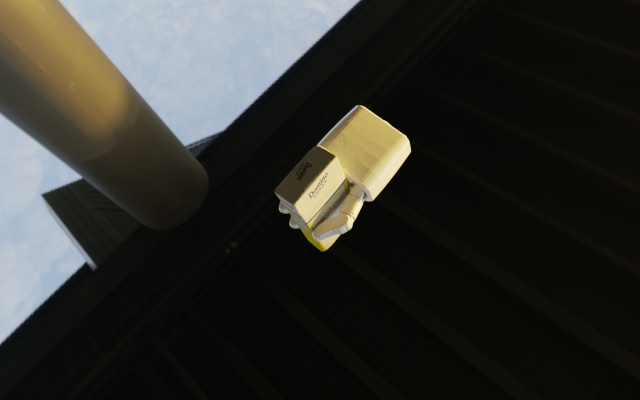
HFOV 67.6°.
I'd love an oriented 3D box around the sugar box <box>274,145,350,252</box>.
[{"bbox_3d":[0.000,0.002,0.714,0.048,0.093,0.176,34,-14,30],"label":"sugar box"}]
